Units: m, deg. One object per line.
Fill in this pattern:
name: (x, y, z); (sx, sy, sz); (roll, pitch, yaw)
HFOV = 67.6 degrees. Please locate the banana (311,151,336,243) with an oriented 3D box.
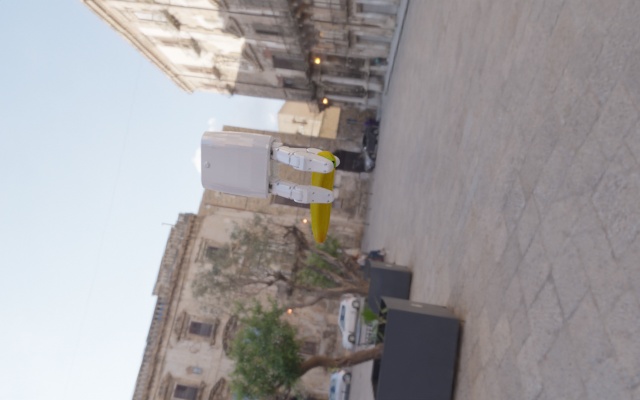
banana: (0.002, -0.014, 0.775); (0.037, 0.069, 0.198); (6, -41, 1)
